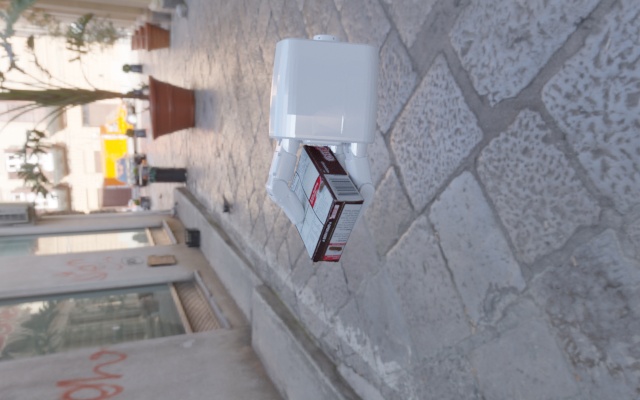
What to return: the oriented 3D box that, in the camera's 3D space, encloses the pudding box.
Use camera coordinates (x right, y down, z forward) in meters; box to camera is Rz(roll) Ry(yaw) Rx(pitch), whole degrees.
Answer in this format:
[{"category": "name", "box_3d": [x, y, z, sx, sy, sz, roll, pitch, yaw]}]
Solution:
[{"category": "pudding box", "box_3d": [0.000, 0.002, 0.552, 0.039, 0.090, 0.113, 2, 36, -24]}]
